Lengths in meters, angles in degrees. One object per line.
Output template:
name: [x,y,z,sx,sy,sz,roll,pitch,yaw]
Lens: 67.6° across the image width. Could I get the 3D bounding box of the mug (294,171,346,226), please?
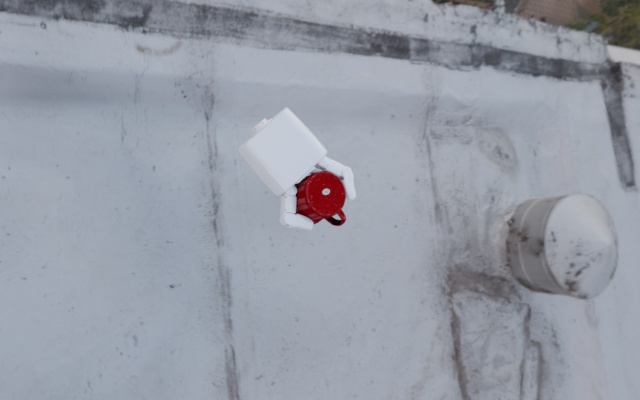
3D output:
mug: [0.001,0.004,0.854,0.093,0.117,0.081,-48,14,-26]
